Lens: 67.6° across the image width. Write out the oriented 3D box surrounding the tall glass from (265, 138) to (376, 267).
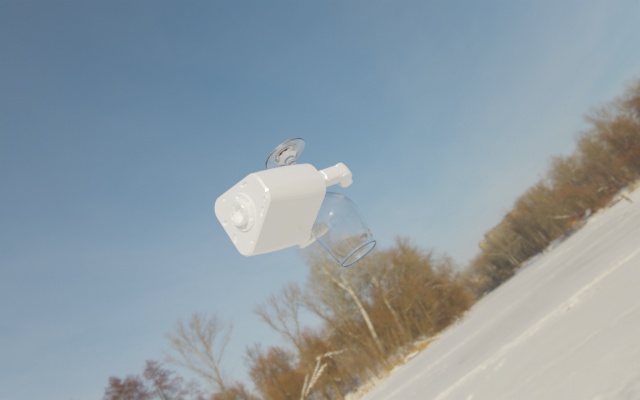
[{"bbox_3d":[0.000,0.002,0.719,0.079,0.201,0.079,-32,-20,-13],"label":"tall glass"}]
